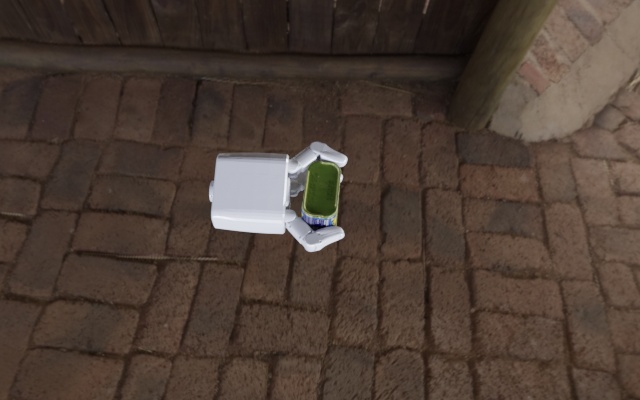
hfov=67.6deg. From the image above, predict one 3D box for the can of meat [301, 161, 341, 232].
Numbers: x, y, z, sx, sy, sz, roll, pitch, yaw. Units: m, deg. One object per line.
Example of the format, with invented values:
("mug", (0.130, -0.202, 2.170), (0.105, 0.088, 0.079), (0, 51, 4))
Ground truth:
("can of meat", (0.000, 0.002, 0.726), (0.057, 0.102, 0.084), (6, -30, 1))
